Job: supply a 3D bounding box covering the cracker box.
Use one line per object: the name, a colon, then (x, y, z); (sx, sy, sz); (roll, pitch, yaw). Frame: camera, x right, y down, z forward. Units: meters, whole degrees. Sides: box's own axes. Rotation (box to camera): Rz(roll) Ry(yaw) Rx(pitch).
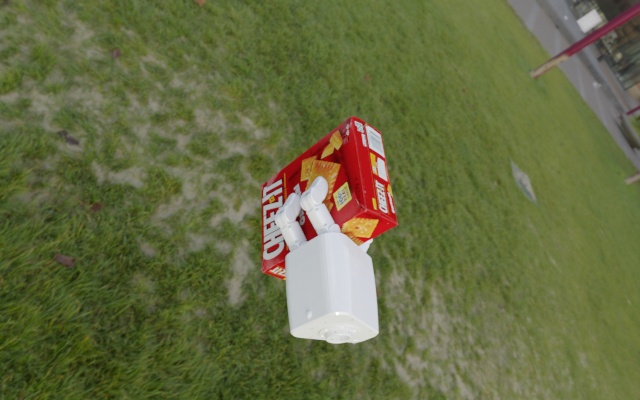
cracker box: (0.000, 0.002, 0.696); (0.072, 0.164, 0.214); (25, -44, -36)
